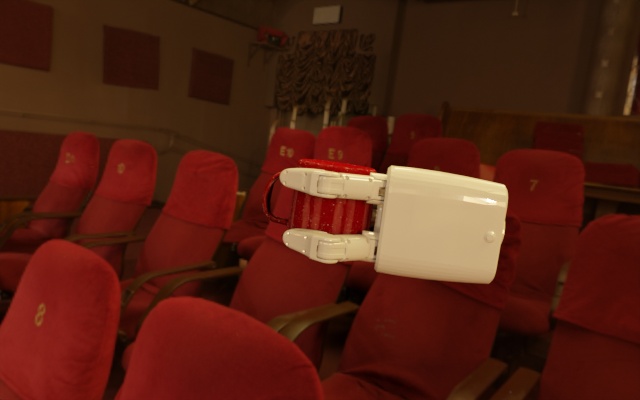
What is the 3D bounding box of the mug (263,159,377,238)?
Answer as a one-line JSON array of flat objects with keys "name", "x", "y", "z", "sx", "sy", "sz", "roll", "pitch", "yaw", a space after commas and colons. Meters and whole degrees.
[{"name": "mug", "x": -0.001, "y": 0.001, "z": 0.482, "sx": 0.117, "sy": 0.081, "sz": 0.093, "roll": 8, "pitch": 7, "yaw": 5}]
